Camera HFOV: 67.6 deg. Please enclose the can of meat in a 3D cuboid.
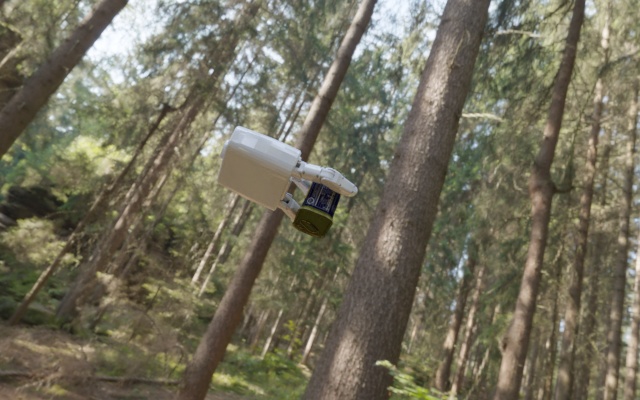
[{"bbox_3d":[0.000,0.002,0.770,0.057,0.084,0.102,22,-24,-1],"label":"can of meat"}]
